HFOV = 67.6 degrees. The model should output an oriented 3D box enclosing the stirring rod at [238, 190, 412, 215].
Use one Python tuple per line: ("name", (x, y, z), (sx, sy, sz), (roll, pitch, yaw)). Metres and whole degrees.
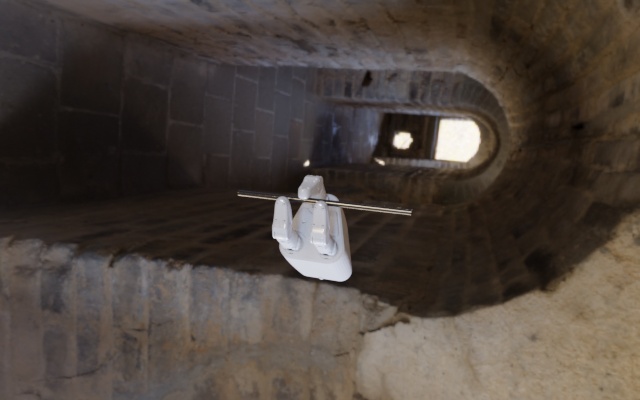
("stirring rod", (0.000, 0.002, 0.636), (0.239, 0.011, 0.011), (6, 2, 16))
